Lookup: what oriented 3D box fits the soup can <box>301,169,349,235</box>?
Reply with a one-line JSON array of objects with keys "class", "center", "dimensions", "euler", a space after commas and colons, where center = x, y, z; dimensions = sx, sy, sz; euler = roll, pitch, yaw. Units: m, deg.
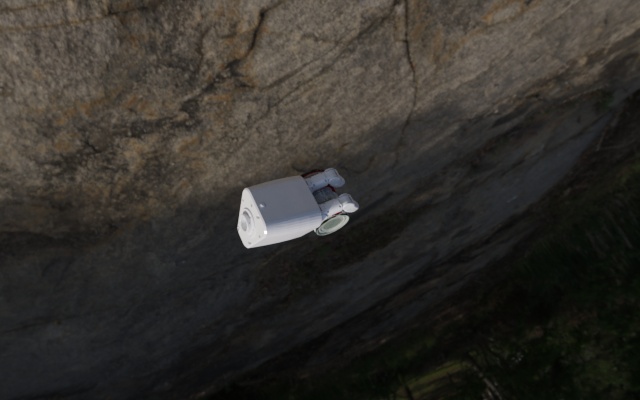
[{"class": "soup can", "center": [0.001, 0.003, 0.861], "dimensions": [0.068, 0.102, 0.068], "euler": [-24, -23, -11]}]
